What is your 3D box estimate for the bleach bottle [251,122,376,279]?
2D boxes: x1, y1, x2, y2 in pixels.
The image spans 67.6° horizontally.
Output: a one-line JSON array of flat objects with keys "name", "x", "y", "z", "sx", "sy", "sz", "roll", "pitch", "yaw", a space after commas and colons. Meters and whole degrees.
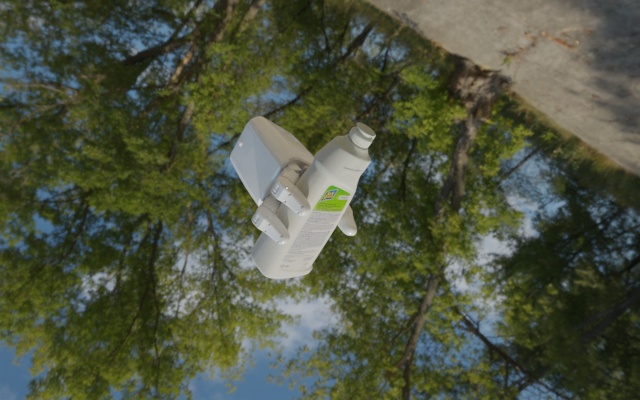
[{"name": "bleach bottle", "x": 0.000, "y": 0.002, "z": 0.662, "sx": 0.102, "sy": 0.251, "sz": 0.068, "roll": 0, "pitch": 43, "yaw": -47}]
